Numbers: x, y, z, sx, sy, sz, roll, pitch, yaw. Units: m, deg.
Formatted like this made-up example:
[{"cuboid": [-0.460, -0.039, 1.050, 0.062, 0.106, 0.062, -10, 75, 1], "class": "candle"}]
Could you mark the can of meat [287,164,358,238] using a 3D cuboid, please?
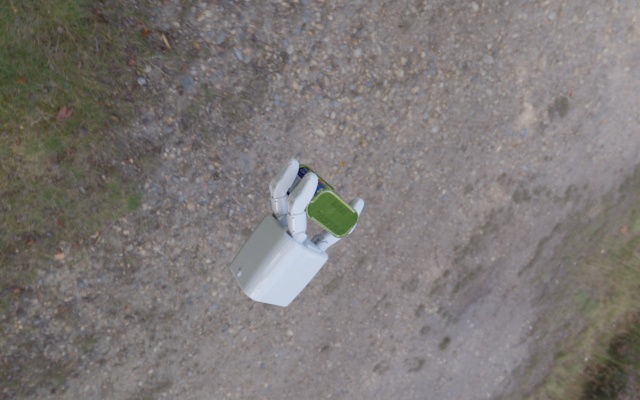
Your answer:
[{"cuboid": [0.000, 0.002, 0.716, 0.102, 0.057, 0.084, 39, 4, -40], "class": "can of meat"}]
